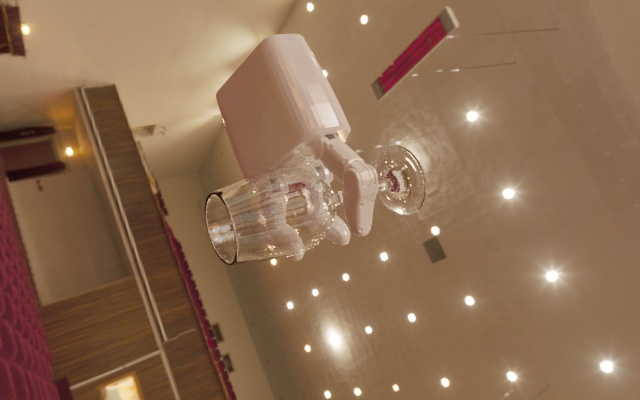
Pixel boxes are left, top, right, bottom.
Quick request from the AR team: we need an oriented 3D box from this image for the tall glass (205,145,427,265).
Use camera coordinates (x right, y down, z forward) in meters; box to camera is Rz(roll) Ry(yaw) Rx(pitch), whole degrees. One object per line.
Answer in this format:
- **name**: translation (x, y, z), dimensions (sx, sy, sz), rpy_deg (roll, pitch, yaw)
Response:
- **tall glass**: translation (0.001, 0.001, 0.438), dimensions (0.201, 0.079, 0.079), rpy_deg (-15, 8, -32)
